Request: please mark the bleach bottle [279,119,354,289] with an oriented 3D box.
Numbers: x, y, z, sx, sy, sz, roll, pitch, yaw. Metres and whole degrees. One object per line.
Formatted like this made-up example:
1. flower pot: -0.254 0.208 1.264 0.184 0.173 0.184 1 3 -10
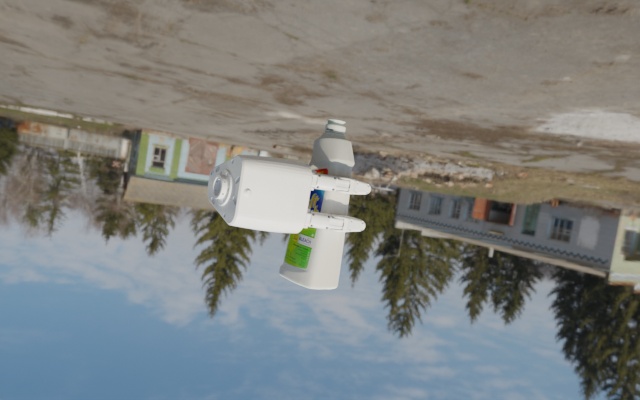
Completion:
1. bleach bottle: 0.000 0.002 0.733 0.068 0.251 0.102 7 3 -36
